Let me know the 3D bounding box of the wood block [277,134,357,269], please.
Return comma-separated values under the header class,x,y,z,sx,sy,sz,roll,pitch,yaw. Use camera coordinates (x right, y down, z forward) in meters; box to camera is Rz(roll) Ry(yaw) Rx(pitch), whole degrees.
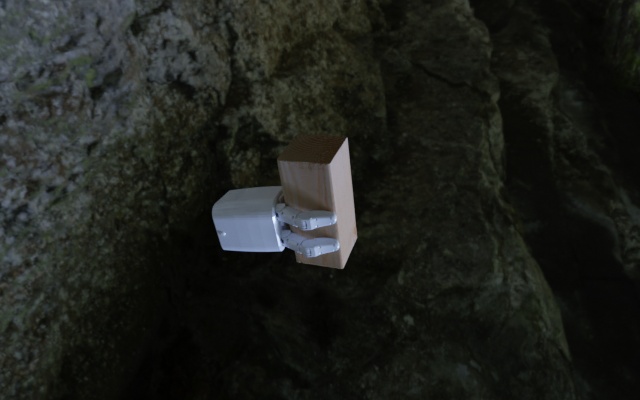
class,x,y,z,sx,sy,sz,roll,pitch,yaw
wood block,0.000,0.003,0.797,0.090,0.206,0.090,6,37,19
